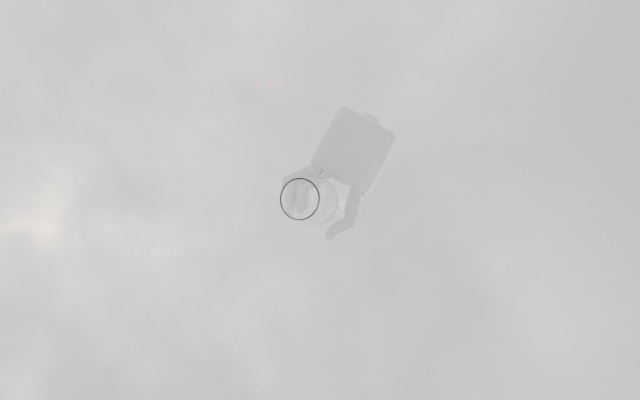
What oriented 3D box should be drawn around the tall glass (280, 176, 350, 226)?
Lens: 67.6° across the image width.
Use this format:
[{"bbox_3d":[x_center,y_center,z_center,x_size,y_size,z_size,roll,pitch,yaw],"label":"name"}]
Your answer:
[{"bbox_3d":[0.000,0.003,0.780,0.079,0.079,0.201,0,-2,18],"label":"tall glass"}]
